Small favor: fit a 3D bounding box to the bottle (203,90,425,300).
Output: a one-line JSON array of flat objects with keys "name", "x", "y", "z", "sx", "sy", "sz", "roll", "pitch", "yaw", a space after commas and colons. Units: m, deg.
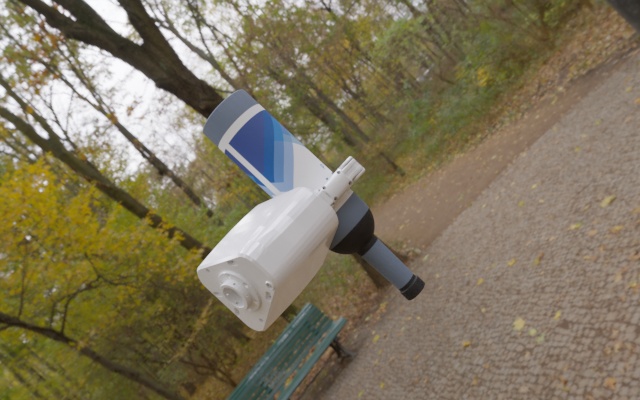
[{"name": "bottle", "x": 0.000, "y": 0.002, "z": 0.532, "sx": 0.296, "sy": 0.069, "sz": 0.069, "roll": 43, "pitch": -1, "yaw": -1}]
